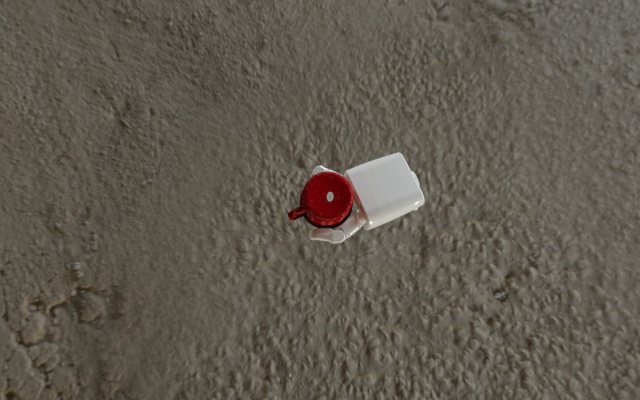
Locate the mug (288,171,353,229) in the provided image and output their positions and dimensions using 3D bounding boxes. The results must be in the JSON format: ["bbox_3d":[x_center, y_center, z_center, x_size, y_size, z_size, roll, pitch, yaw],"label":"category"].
[{"bbox_3d":[-0.001,0.003,0.789,0.117,0.093,0.081,-22,-7,-4],"label":"mug"}]
